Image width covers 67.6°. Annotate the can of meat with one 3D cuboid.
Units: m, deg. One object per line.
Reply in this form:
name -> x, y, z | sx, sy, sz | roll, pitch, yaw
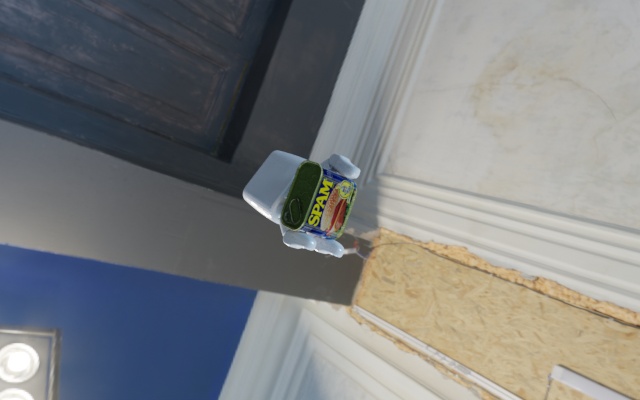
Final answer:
can of meat -> 0.000, 0.002, 0.710 | 0.084, 0.102, 0.057 | 20, 1, -41
